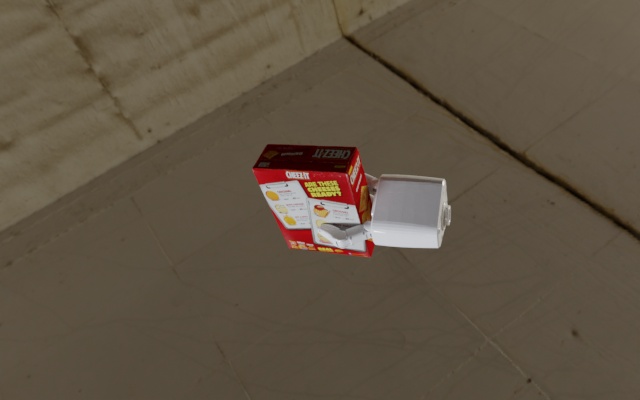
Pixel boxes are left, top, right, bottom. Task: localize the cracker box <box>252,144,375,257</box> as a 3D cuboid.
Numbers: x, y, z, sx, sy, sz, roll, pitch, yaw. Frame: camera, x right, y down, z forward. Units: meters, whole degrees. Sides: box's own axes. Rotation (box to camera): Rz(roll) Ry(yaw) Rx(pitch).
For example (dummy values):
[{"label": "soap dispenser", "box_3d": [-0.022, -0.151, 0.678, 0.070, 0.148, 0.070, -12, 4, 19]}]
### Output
[{"label": "cracker box", "box_3d": [0.000, 0.003, 0.819, 0.164, 0.072, 0.214, 4, -41, 22]}]
